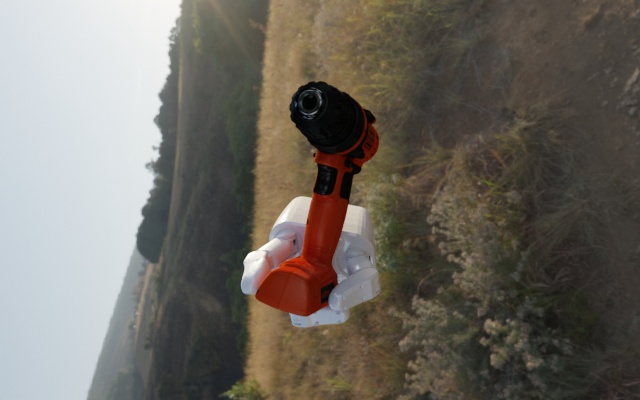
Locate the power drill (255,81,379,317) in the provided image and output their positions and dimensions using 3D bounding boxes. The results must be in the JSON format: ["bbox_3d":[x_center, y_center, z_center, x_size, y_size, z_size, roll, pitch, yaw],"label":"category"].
[{"bbox_3d":[0.000,0.002,0.420,0.057,0.187,0.184,17,3,18],"label":"power drill"}]
